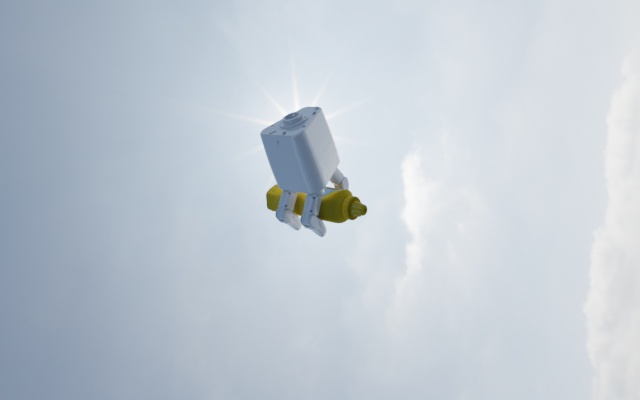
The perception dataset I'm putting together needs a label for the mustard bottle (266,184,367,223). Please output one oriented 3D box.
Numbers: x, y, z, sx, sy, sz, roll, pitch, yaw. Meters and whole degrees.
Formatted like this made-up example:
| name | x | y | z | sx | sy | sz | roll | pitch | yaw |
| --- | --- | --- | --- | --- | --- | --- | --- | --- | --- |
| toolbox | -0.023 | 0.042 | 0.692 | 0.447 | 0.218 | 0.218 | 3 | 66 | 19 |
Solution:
| name | x | y | z | sx | sy | sz | roll | pitch | yaw |
| --- | --- | --- | --- | --- | --- | --- | --- | --- | --- |
| mustard bottle | 0.000 | 0.003 | 0.848 | 0.191 | 0.058 | 0.096 | 10 | 17 | 39 |
